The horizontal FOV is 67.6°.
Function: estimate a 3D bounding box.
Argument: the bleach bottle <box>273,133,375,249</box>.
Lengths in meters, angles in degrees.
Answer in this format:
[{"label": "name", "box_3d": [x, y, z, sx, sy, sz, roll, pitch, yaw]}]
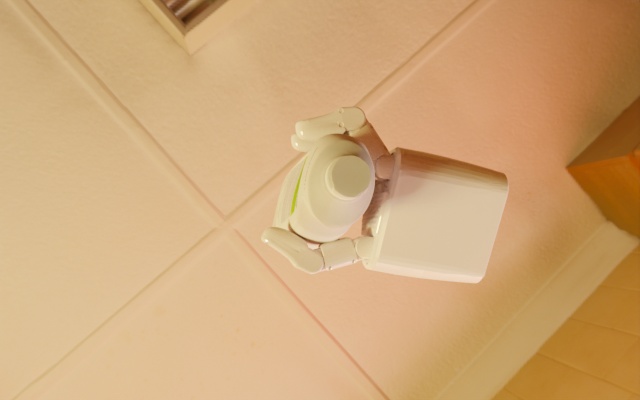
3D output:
[{"label": "bleach bottle", "box_3d": [0.000, 0.001, 0.443, 0.068, 0.102, 0.251, 12, -6, -8]}]
